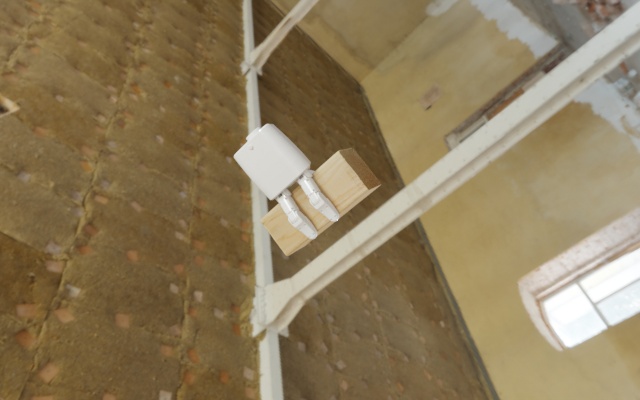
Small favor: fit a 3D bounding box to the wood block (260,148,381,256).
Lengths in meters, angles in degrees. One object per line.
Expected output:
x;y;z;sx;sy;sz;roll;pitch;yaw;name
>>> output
0.000;0.003;0.897;0.206;0.090;0.091;-40;-6;23;wood block
